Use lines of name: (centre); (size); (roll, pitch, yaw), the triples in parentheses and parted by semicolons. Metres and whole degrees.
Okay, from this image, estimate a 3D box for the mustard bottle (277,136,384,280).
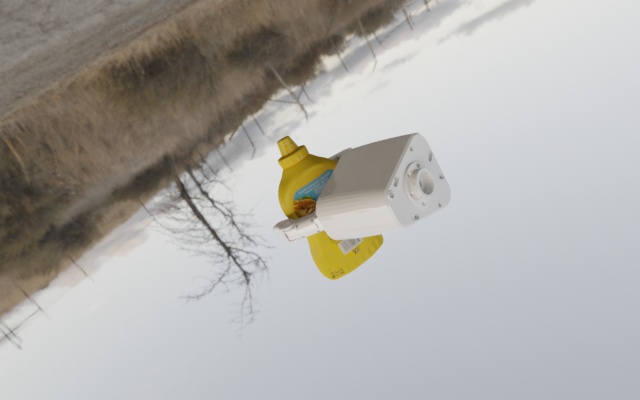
mustard bottle: (0.000, 0.002, 0.623); (0.096, 0.192, 0.058); (-35, 16, -14)
